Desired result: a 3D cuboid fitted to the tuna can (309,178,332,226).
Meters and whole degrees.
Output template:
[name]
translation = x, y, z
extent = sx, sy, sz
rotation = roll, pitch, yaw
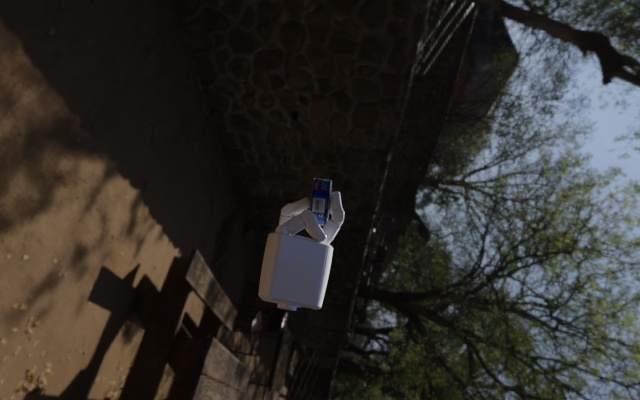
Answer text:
[tuna can]
translation = 0.001, 0.003, 0.868
extent = 0.034, 0.086, 0.086
rotation = 6, 0, 3
